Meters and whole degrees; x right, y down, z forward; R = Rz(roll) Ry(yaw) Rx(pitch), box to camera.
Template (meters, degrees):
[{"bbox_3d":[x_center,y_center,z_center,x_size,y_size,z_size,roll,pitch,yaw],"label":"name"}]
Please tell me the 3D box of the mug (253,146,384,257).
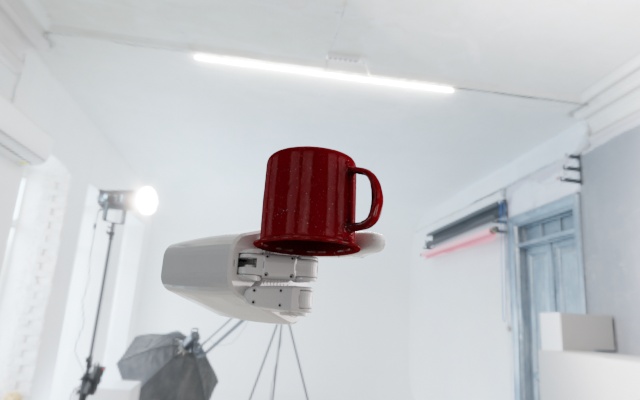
[{"bbox_3d":[0.001,0.001,0.415,0.117,0.081,0.093,-8,-18,35],"label":"mug"}]
